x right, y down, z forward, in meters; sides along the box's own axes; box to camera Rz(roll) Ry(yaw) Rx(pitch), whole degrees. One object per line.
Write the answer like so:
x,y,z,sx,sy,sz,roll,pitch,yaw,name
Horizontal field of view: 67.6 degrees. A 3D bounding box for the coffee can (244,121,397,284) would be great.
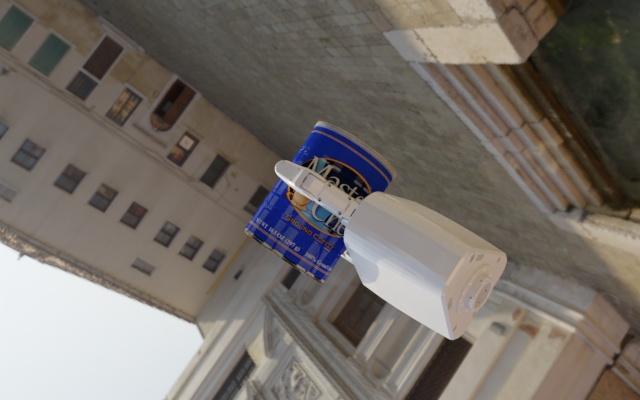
0.000,0.001,0.511,0.103,0.140,0.103,34,-4,3,coffee can
